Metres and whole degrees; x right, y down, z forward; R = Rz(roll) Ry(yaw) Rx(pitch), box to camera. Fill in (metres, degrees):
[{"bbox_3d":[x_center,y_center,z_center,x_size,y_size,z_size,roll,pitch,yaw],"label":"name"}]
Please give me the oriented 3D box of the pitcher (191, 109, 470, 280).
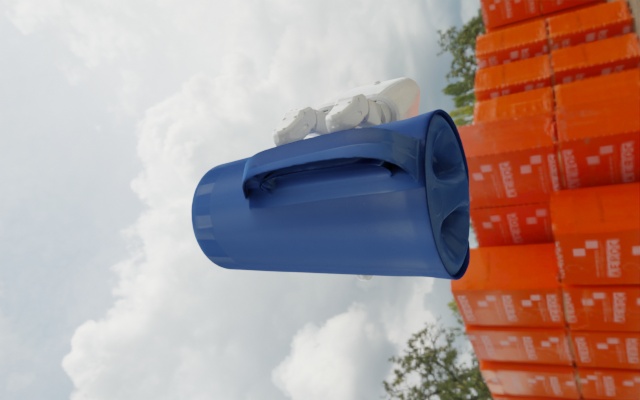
[{"bbox_3d":[0.000,0.001,0.422,0.243,0.149,0.145,-6,23,30],"label":"pitcher"}]
